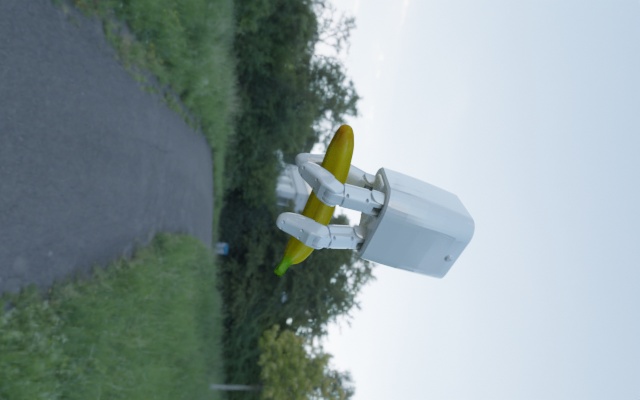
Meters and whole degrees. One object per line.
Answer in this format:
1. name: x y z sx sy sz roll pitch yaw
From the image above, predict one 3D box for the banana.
1. banana: 0.001 0.001 0.574 0.037 0.198 0.069 24 15 2
